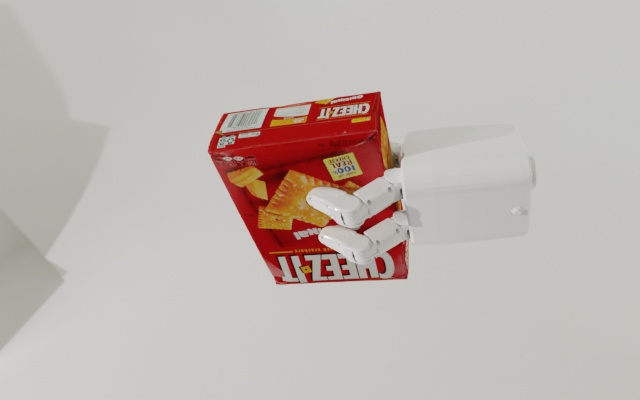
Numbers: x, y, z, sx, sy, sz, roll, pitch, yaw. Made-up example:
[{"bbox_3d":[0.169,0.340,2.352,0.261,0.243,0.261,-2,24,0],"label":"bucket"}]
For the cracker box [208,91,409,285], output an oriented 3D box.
[{"bbox_3d":[0.000,0.001,0.507,0.164,0.214,0.072,-5,43,16],"label":"cracker box"}]
